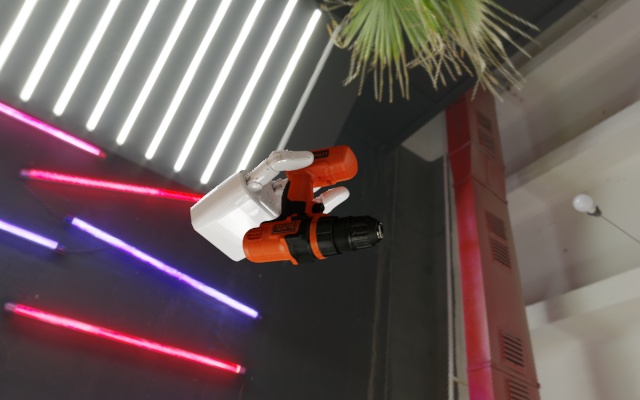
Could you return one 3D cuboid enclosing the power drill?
[{"bbox_3d":[0.000,0.002,0.641,0.184,0.057,0.187,-7,38,20],"label":"power drill"}]
